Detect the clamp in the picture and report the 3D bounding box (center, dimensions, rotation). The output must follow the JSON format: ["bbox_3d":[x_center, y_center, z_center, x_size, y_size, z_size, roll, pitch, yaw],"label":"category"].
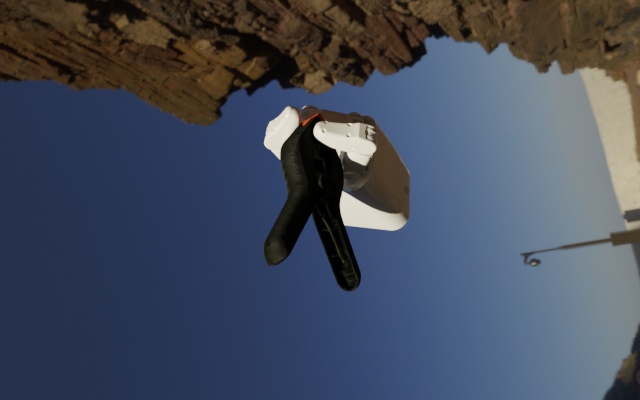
[{"bbox_3d":[-0.001,0.001,0.449,0.039,0.171,0.120,-13,-36,29],"label":"clamp"}]
